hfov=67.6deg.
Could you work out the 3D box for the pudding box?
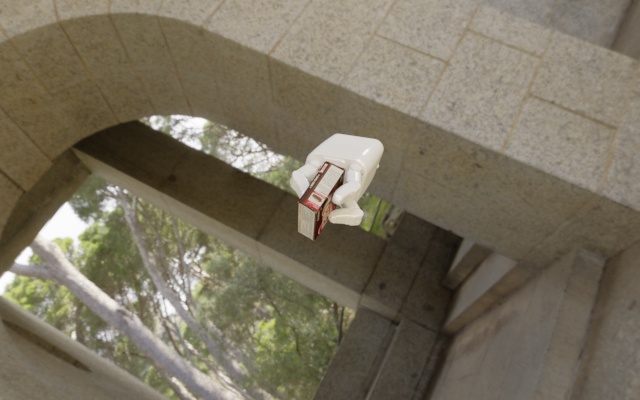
[{"bbox_3d":[0.000,0.002,0.766,0.039,0.090,0.114,27,-25,13],"label":"pudding box"}]
